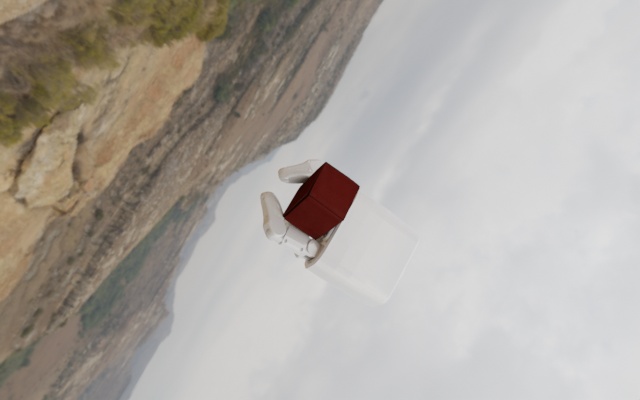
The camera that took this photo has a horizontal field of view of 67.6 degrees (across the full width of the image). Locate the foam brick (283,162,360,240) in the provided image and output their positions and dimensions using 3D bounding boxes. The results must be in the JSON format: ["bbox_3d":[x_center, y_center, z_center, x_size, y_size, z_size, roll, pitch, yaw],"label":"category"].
[{"bbox_3d":[0.000,0.002,0.557,0.051,0.053,0.078,35,-32,-10],"label":"foam brick"}]
